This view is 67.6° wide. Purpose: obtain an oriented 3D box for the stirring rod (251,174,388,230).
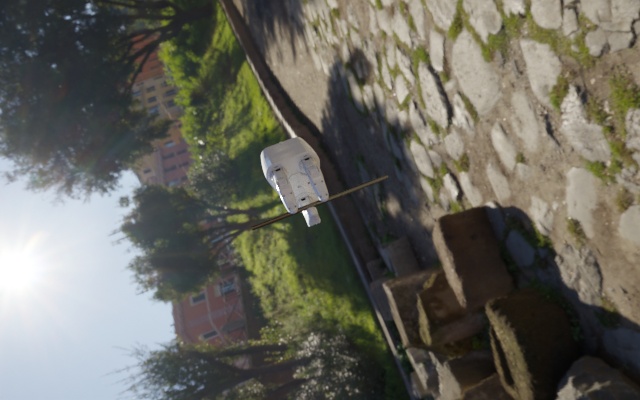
[{"bbox_3d":[0.000,0.003,0.788,0.239,0.011,0.011,-21,2,-5],"label":"stirring rod"}]
